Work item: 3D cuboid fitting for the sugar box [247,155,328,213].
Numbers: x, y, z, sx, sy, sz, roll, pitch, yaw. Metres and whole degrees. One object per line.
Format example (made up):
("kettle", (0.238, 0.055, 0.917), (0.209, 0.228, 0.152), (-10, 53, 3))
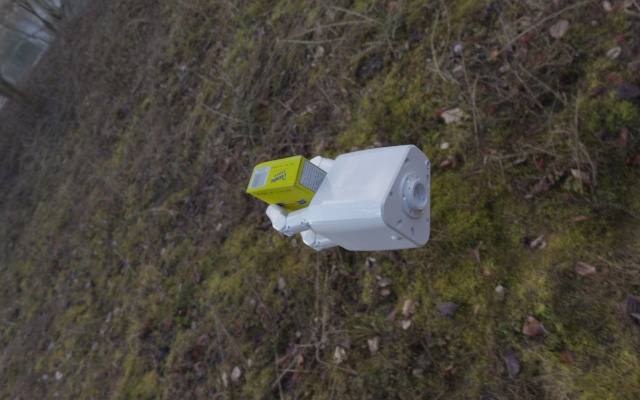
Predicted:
("sugar box", (0.000, 0.003, 0.632), (0.093, 0.048, 0.176), (-6, -29, 45))
